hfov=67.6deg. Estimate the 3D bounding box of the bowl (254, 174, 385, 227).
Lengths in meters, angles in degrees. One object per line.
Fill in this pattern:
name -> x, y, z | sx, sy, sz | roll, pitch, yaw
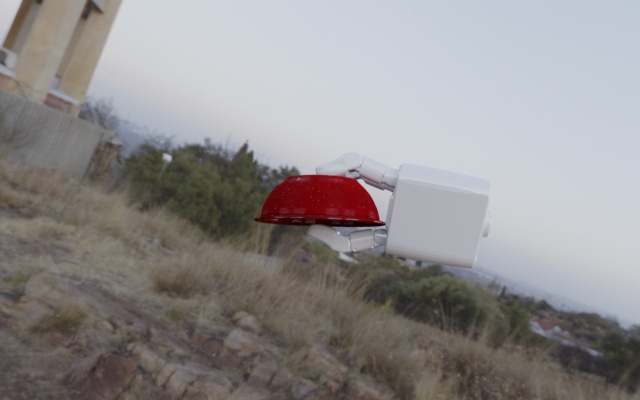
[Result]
bowl -> -0.001, 0.001, 0.589 | 0.162, 0.055, 0.162 | 1, -6, 0
